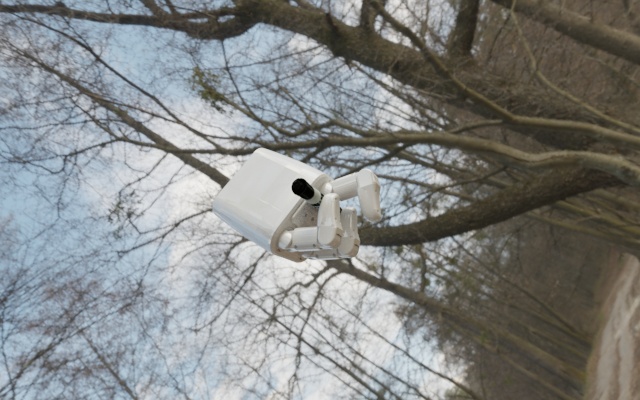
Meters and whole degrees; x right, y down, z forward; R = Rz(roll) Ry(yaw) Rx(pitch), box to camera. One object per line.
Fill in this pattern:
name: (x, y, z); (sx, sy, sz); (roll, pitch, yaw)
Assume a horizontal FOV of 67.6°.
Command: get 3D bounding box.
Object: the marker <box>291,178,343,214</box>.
marker: (0.000, 0.002, 0.538); (0.020, 0.020, 0.121); (0, -17, 25)
